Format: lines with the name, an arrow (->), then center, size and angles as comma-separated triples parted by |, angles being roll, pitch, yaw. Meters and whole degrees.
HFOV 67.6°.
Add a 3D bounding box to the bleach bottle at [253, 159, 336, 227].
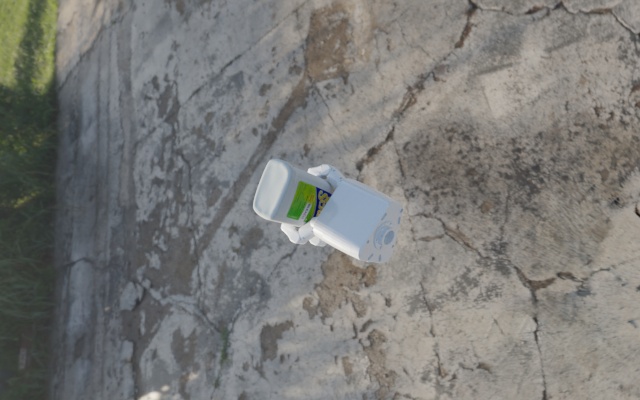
bleach bottle -> 0.000, 0.003, 0.860 | 0.068, 0.102, 0.251 | 29, 10, 41
